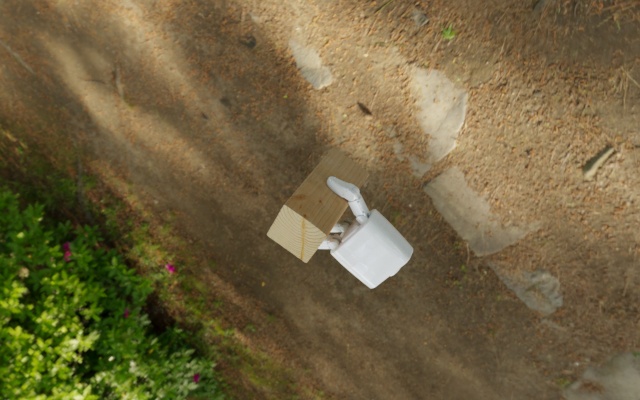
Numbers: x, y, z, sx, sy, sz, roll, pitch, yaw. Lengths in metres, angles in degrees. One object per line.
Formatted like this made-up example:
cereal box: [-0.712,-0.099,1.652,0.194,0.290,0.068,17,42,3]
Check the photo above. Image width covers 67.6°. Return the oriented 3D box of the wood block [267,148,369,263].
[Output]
wood block: [0.001,0.003,0.883,0.090,0.091,0.206,36,42,1]
